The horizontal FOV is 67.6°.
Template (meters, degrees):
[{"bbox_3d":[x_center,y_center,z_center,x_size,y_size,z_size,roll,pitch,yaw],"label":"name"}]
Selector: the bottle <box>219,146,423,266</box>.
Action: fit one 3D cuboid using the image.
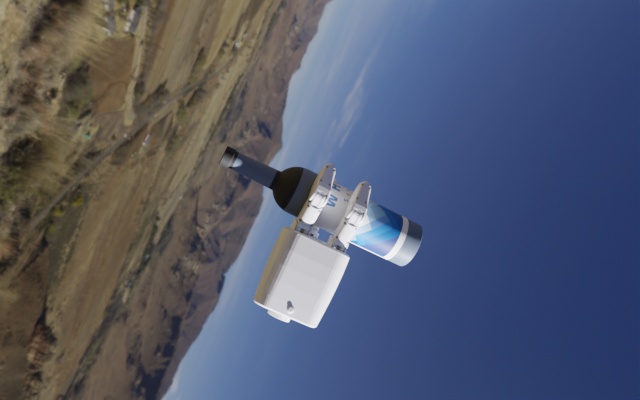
[{"bbox_3d":[0.000,0.002,0.666,0.296,0.069,0.069,26,-6,-11],"label":"bottle"}]
